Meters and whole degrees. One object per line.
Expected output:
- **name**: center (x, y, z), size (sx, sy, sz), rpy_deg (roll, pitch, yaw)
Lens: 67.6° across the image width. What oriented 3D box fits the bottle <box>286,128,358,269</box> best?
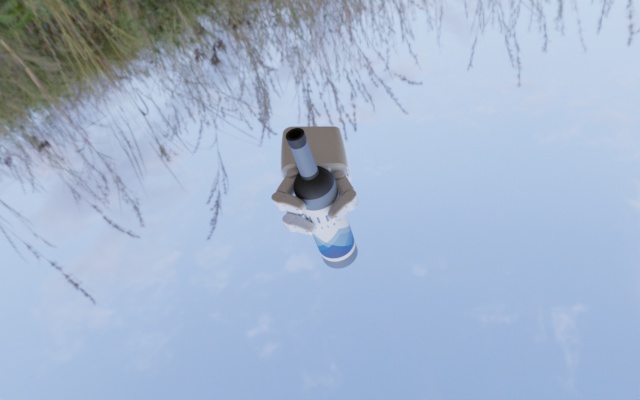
- **bottle**: center (0.000, 0.003, 0.770), size (0.069, 0.069, 0.296), rpy_deg (0, -40, 19)
